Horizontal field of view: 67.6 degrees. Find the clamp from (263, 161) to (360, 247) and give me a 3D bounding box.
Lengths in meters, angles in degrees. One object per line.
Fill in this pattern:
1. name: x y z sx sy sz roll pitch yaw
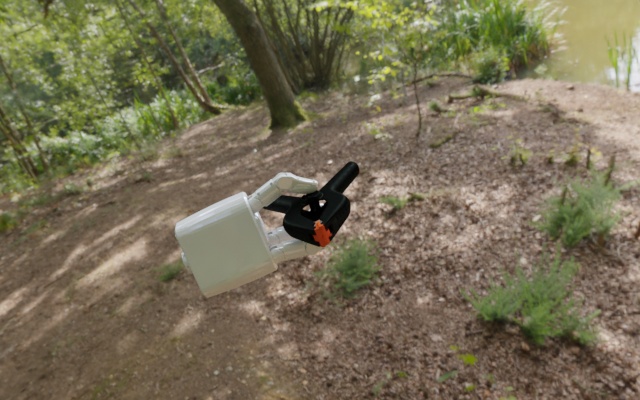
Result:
1. clamp: 0.000 0.002 0.670 0.164 0.036 0.210 -24 22 -4
